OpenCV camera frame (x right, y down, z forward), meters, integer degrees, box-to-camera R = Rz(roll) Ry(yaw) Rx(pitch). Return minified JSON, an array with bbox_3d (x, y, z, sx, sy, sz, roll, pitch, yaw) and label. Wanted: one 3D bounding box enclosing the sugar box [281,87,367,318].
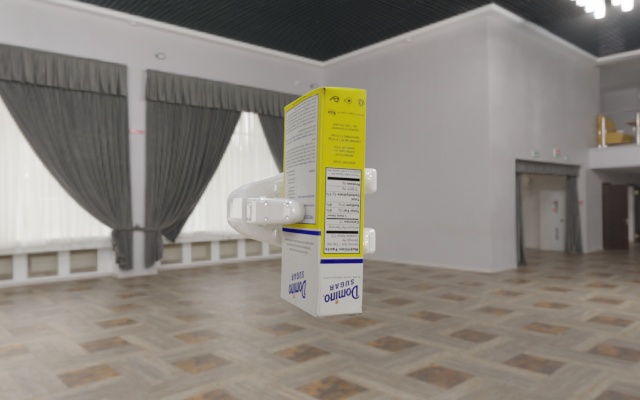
[{"bbox_3d":[0.001,0.001,0.403,0.048,0.176,0.093,-1,0,-22],"label":"sugar box"}]
